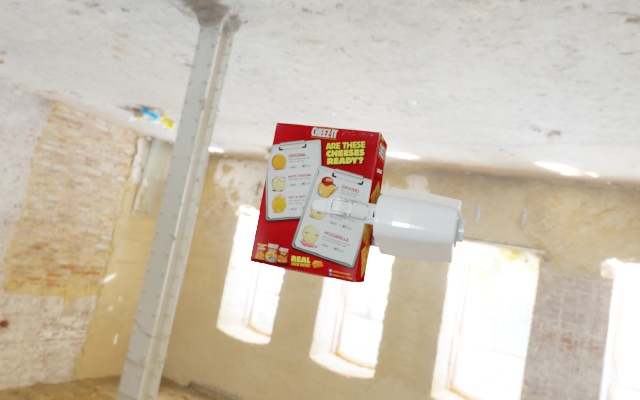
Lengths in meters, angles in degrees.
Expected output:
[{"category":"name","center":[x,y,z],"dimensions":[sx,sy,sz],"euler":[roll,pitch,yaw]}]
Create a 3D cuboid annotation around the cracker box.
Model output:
[{"category":"cracker box","center":[0.000,0.002,0.709],"dimensions":[0.164,0.213,0.072],"euler":[8,-6,18]}]
